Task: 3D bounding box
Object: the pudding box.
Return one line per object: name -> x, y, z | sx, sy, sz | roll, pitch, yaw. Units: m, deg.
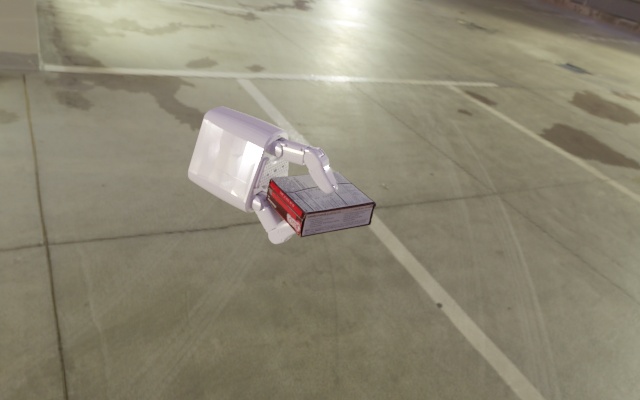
pudding box -> 0.000, 0.002, 0.613 | 0.113, 0.039, 0.090 | -9, 37, -33
